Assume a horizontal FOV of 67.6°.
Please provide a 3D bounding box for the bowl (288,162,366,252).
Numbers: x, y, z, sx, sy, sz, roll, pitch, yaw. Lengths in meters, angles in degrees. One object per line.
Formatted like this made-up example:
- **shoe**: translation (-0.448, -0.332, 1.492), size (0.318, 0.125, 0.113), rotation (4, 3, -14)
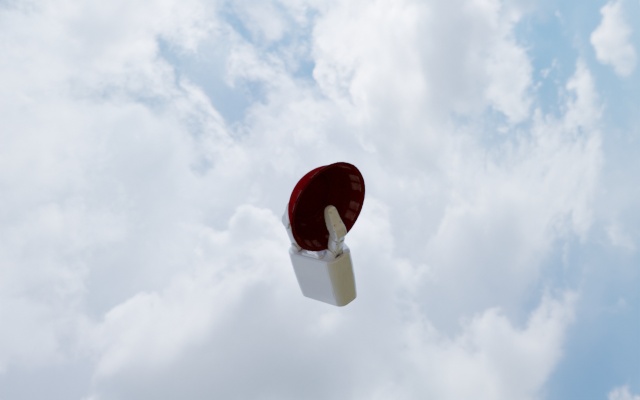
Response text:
- **bowl**: translation (0.000, 0.001, 0.803), size (0.162, 0.162, 0.055), rotation (0, 23, -44)
